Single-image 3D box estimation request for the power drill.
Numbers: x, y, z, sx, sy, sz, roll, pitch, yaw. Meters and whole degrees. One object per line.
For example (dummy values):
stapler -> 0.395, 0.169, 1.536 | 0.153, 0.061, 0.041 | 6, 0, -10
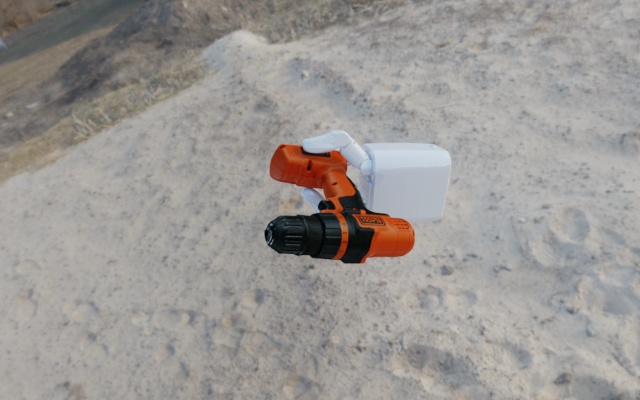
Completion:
power drill -> 0.000, 0.002, 0.578 | 0.184, 0.057, 0.187 | 6, 34, -30
